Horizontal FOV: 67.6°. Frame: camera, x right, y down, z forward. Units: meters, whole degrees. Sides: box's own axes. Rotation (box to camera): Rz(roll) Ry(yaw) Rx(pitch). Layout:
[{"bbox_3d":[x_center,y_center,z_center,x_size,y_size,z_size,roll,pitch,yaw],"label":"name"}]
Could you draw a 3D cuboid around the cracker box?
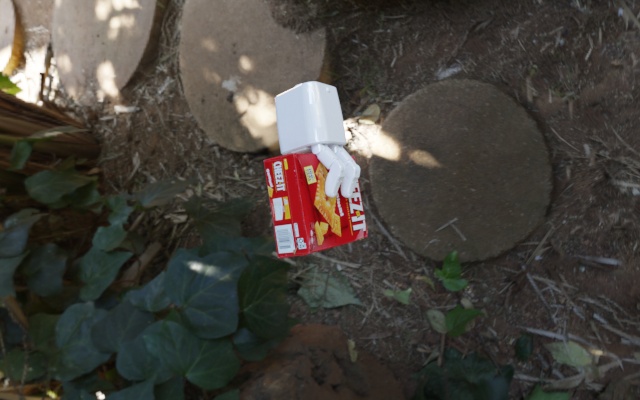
[{"bbox_3d":[0.000,0.003,0.844,0.072,0.164,0.213,-10,-2,32],"label":"cracker box"}]
